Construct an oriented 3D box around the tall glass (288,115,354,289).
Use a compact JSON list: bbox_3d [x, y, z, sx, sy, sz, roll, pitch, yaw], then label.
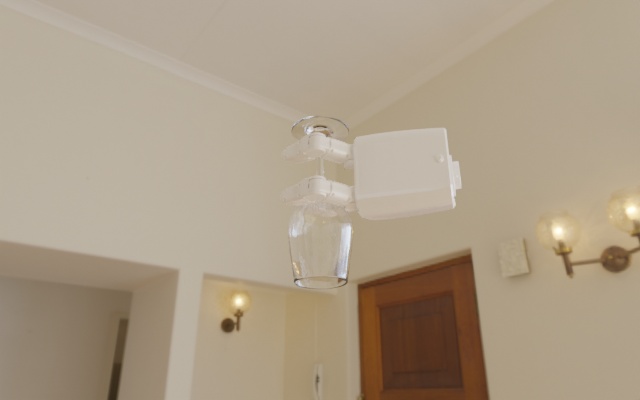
[{"bbox_3d":[0.000,0.001,0.580,0.079,0.201,0.079,0,-23,0],"label":"tall glass"}]
